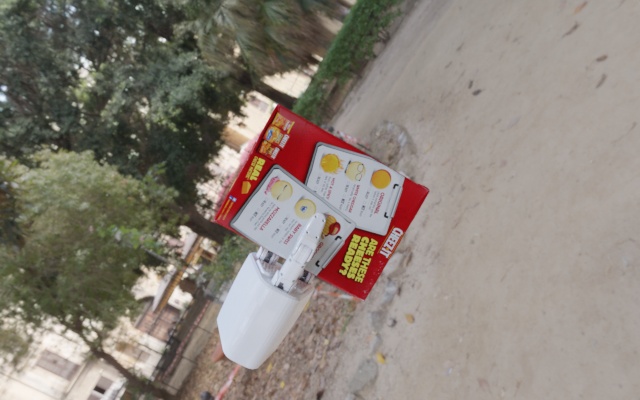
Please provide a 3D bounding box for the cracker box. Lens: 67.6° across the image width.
[{"bbox_3d":[0.000,0.002,0.606,0.214,0.164,0.072,29,7,-7],"label":"cracker box"}]
